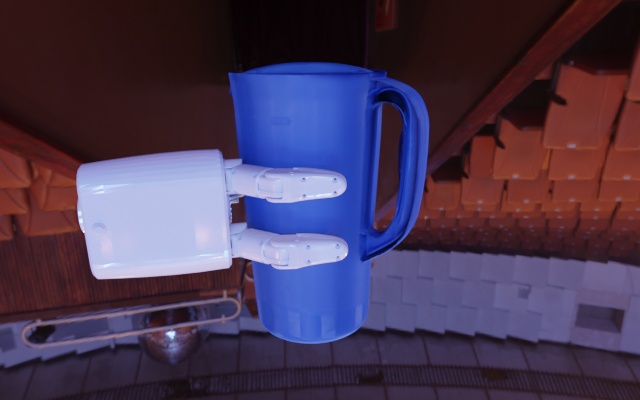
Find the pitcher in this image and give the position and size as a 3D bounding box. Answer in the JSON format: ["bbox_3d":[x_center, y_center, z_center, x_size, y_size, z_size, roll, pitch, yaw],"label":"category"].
[{"bbox_3d":[0.000,0.001,0.431,0.145,0.243,0.149,-6,17,-14],"label":"pitcher"}]
